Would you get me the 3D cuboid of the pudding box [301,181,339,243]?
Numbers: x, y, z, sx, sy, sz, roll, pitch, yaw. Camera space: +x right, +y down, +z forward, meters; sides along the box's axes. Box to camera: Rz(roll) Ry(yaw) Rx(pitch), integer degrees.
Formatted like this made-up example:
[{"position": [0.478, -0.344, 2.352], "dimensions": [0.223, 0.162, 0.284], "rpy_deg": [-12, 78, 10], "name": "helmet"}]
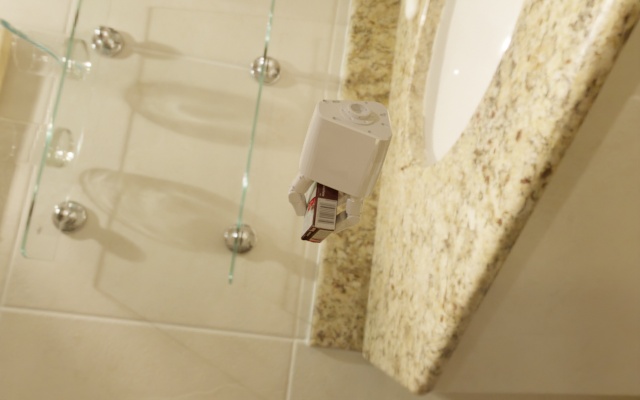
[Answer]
[{"position": [0.000, 0.002, 0.756], "dimensions": [0.039, 0.113, 0.090], "rpy_deg": [11, -20, -10], "name": "pudding box"}]
